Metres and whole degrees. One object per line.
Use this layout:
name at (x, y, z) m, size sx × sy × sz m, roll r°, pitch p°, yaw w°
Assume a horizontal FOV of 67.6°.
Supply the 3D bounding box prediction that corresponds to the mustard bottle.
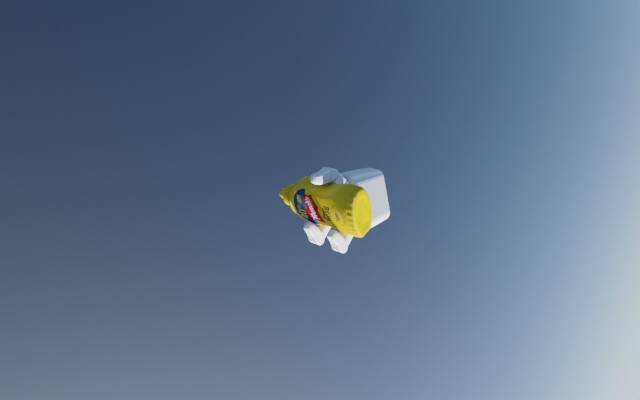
mustard bottle at (0.000, 0.003, 0.881) m, size 0.191 × 0.096 × 0.058 m, roll 15°, pitch 45°, yaw 36°
